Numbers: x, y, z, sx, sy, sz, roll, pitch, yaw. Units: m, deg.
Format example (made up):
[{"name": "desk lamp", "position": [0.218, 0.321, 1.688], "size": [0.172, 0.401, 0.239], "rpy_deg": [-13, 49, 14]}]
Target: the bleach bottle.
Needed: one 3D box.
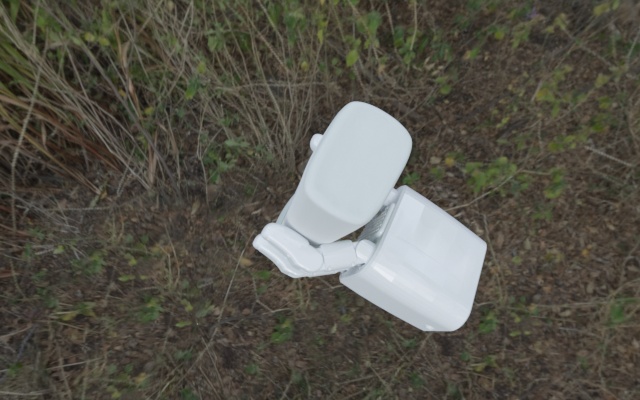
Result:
[{"name": "bleach bottle", "position": [0.000, 0.002, 0.480], "size": [0.068, 0.102, 0.251], "rpy_deg": [32, -19, -4]}]
